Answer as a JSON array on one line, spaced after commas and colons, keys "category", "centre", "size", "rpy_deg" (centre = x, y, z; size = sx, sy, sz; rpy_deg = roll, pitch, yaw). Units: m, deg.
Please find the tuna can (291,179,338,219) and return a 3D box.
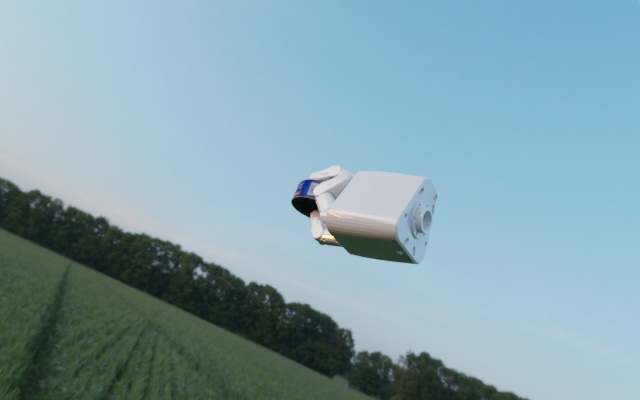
[{"category": "tuna can", "centre": [0.000, 0.002, 0.742], "size": [0.086, 0.033, 0.086], "rpy_deg": [18, -22, 8]}]
